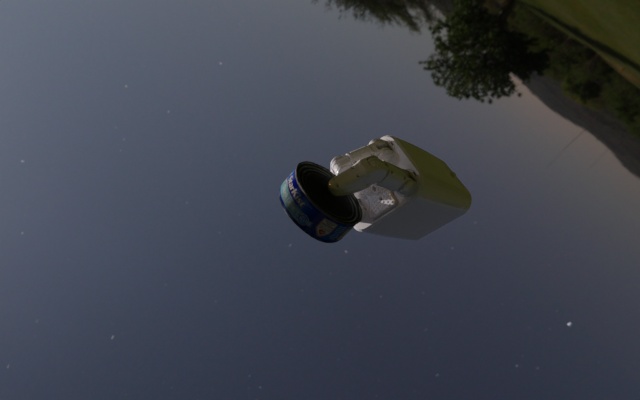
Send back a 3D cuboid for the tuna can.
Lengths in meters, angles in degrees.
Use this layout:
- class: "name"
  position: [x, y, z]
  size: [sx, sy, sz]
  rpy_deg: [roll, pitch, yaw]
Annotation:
- class: "tuna can"
  position: [0.000, 0.002, 0.492]
  size: [0.034, 0.086, 0.086]
  rpy_deg: [-47, -26, 26]
